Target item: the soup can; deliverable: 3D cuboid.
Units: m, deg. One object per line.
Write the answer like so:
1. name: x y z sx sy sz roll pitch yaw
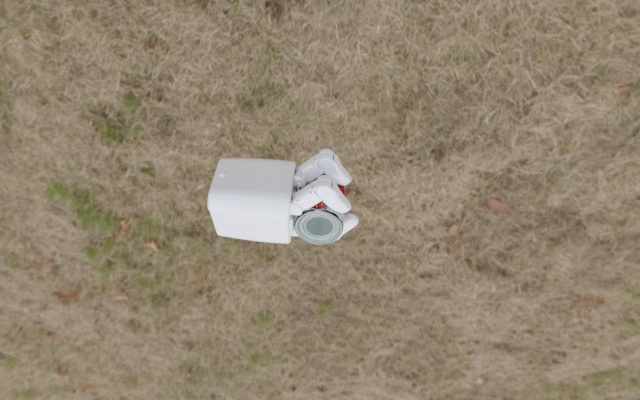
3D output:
1. soup can: 0.001 0.003 0.668 0.068 0.069 0.102 0 43 4
